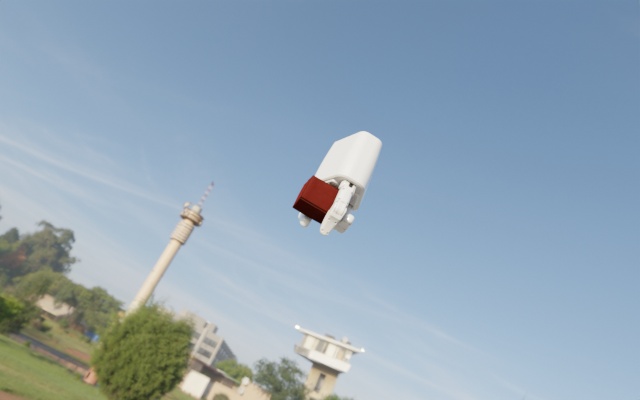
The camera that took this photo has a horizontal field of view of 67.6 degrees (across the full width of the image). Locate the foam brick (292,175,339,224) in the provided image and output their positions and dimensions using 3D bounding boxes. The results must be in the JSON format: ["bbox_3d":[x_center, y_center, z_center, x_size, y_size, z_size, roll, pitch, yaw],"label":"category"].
[{"bbox_3d":[0.000,0.003,0.829,0.078,0.051,0.053,30,-27,-10],"label":"foam brick"}]
